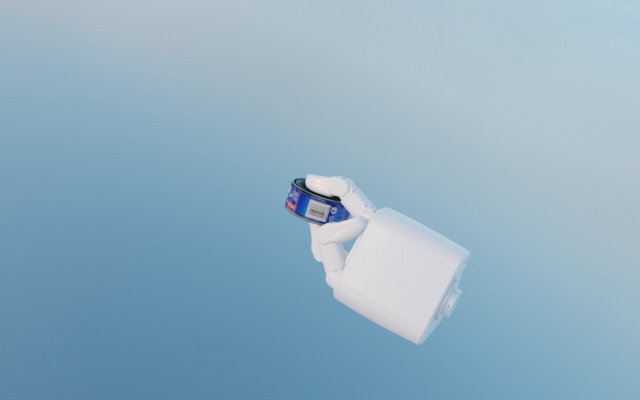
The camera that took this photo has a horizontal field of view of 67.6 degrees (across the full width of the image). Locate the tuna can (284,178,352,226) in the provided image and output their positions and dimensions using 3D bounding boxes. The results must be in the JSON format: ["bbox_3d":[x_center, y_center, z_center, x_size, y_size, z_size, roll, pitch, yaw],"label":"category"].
[{"bbox_3d":[0.000,0.001,0.597,0.086,0.034,0.086,16,15,-5],"label":"tuna can"}]
